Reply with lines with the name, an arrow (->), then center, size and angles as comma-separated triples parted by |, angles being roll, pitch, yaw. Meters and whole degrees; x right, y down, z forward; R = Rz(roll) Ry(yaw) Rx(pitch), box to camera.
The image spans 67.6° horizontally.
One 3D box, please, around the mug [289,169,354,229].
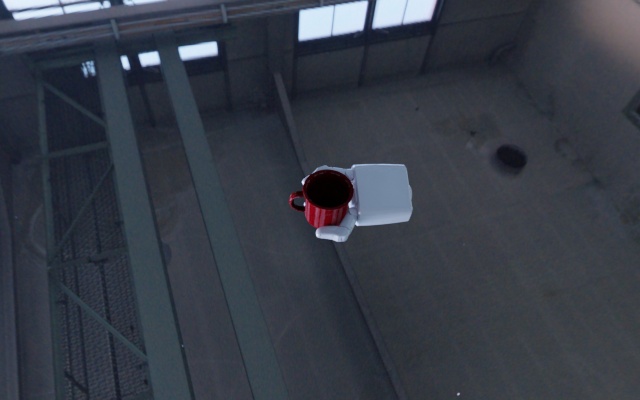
mug -> -0.001, 0.003, 0.894 | 0.117, 0.093, 0.082 | -2, -35, -6
